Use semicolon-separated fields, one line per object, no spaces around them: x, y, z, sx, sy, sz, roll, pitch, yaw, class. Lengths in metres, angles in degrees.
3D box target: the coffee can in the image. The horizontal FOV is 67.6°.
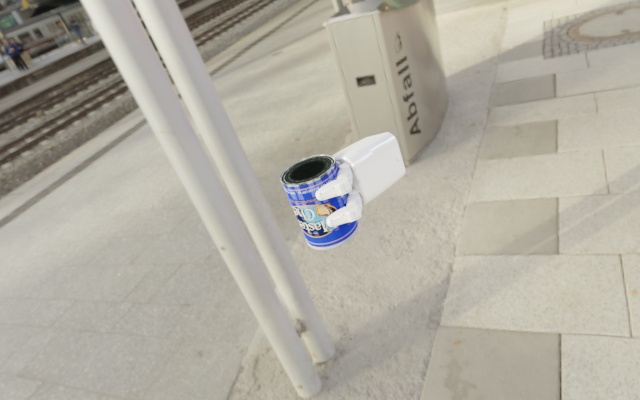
0.000;0.003;0.855;0.103;0.140;0.102;-17;28;9;coffee can
